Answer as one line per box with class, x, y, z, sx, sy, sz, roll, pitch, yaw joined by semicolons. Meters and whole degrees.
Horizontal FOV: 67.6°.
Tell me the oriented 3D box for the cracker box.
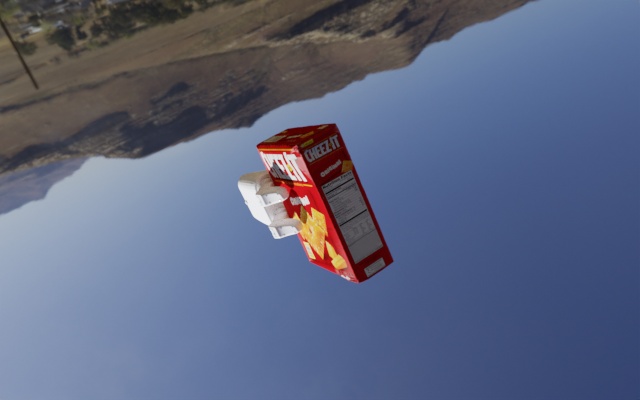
cracker box;0.000;0.002;0.695;0.072;0.214;0.164;-31;18;-20
